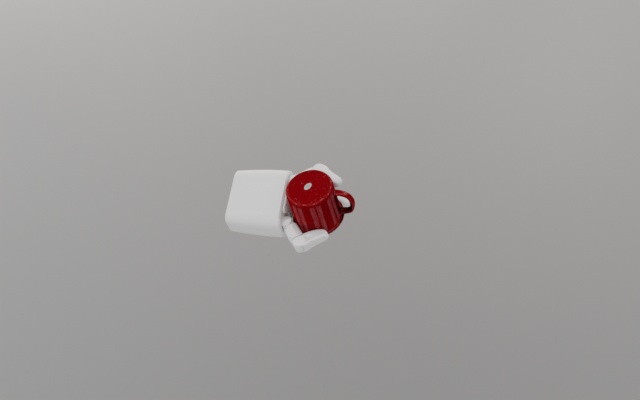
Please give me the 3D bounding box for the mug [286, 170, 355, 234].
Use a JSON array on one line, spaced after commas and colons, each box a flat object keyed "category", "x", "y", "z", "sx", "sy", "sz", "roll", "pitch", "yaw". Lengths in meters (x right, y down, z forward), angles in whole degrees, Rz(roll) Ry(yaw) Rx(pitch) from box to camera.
[{"category": "mug", "x": 0.001, "y": 0.003, "z": 0.809, "sx": 0.117, "sy": 0.093, "sz": 0.082, "roll": 2, "pitch": -37, "yaw": 16}]
